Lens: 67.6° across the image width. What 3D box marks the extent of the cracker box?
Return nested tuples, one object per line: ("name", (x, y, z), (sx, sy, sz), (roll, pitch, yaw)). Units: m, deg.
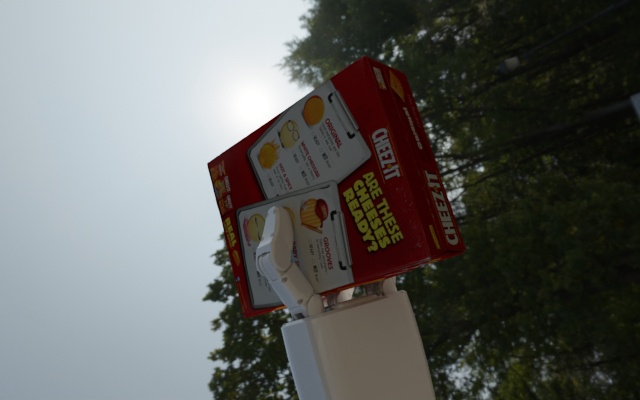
("cracker box", (0.000, 0.001, 0.432), (0.214, 0.164, 0.072), (-26, -16, 37))
